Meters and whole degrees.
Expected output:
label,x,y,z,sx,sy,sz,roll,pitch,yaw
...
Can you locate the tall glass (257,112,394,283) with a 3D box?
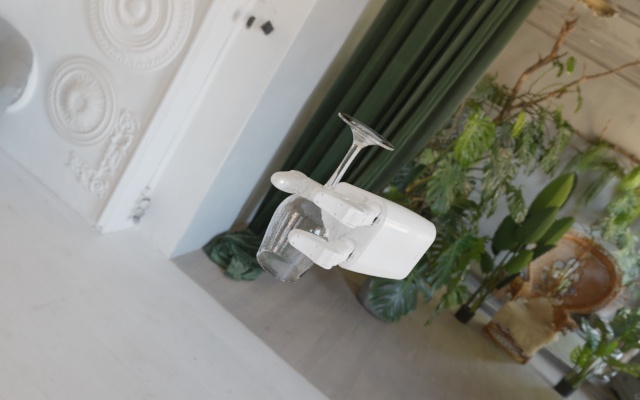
label,x,y,z,sx,sy,sz,roll,pitch,yaw
tall glass,0.000,0.001,0.562,0.079,0.201,0.079,31,16,-10
